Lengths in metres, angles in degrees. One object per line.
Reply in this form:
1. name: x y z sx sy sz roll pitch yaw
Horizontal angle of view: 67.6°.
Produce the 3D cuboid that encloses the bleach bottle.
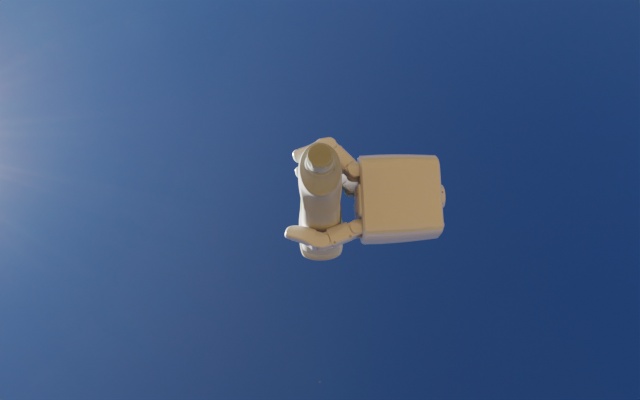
1. bleach bottle: 0.000 0.002 0.643 0.068 0.102 0.251 -3 -21 -1
